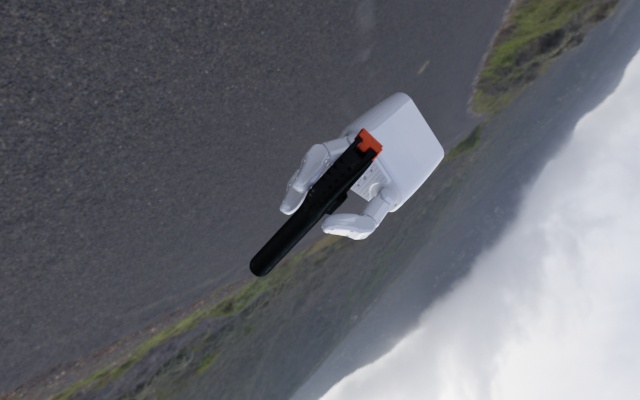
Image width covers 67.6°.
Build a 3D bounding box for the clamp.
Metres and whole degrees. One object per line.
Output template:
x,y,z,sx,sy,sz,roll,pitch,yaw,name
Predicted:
0.001,0.002,0.524,0.164,0.036,0.210,-44,-5,-34,clamp
